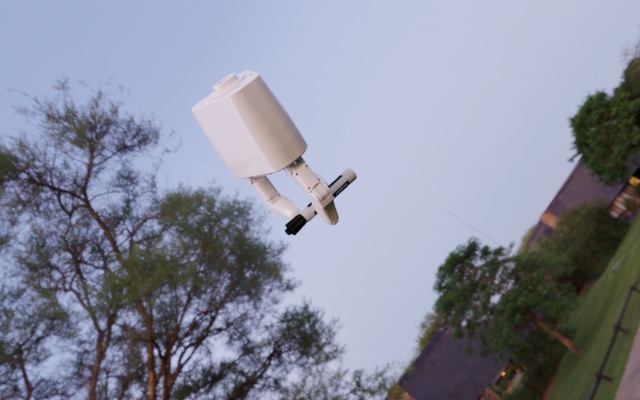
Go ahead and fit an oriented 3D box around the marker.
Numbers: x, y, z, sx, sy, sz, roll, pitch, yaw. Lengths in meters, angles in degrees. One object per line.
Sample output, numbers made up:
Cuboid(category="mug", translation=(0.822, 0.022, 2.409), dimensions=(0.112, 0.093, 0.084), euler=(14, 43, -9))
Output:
Cuboid(category="marker", translation=(0.000, 0.002, 0.611), dimensions=(0.121, 0.020, 0.020), euler=(-42, 17, -20))
